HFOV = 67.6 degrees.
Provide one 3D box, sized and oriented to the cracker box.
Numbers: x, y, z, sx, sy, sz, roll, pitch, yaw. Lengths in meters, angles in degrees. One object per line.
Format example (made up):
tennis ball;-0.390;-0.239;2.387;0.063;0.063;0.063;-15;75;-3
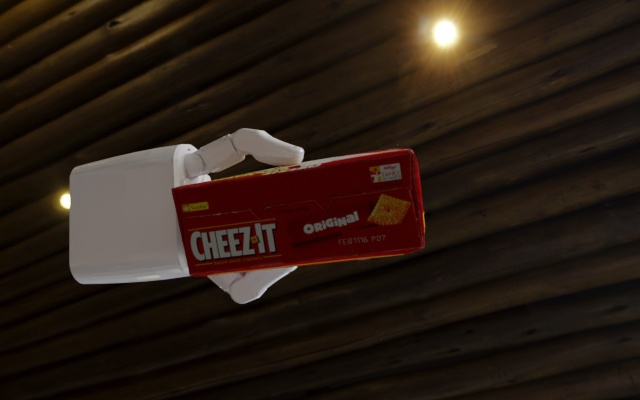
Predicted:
cracker box;0.000;0.001;0.410;0.164;0.072;0.213;-9;5;10
